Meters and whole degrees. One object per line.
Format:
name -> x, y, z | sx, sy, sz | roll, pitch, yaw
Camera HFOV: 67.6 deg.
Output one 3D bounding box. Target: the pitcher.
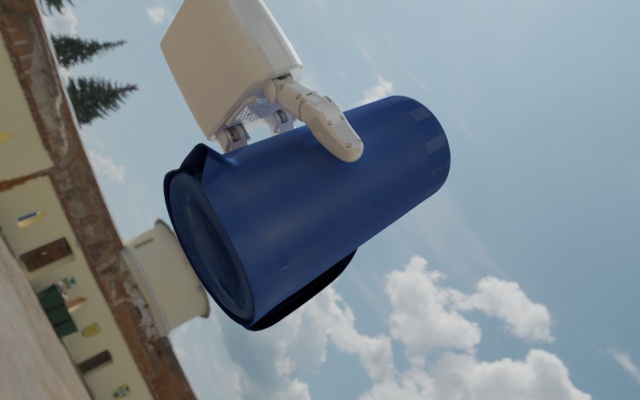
pitcher -> 0.000, 0.001, 0.428 | 0.243, 0.145, 0.149 | -27, -8, -30
